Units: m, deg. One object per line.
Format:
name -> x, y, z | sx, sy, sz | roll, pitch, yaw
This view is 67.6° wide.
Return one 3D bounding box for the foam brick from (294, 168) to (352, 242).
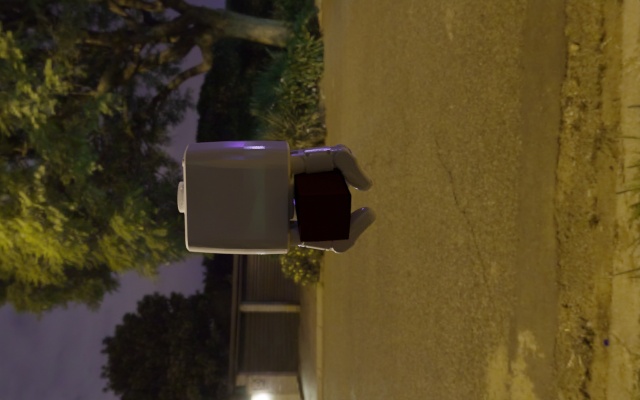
foam brick -> 0.000, 0.002, 0.498 | 0.051, 0.053, 0.078 | -2, 26, -6
